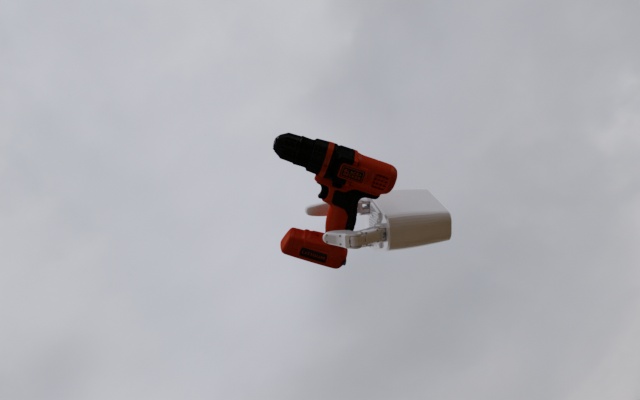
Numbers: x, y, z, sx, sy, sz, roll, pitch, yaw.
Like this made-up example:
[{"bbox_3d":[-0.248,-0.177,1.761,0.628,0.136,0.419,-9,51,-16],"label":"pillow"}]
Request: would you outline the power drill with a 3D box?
[{"bbox_3d":[0.000,0.003,0.715,0.184,0.188,0.057,18,27,-4],"label":"power drill"}]
